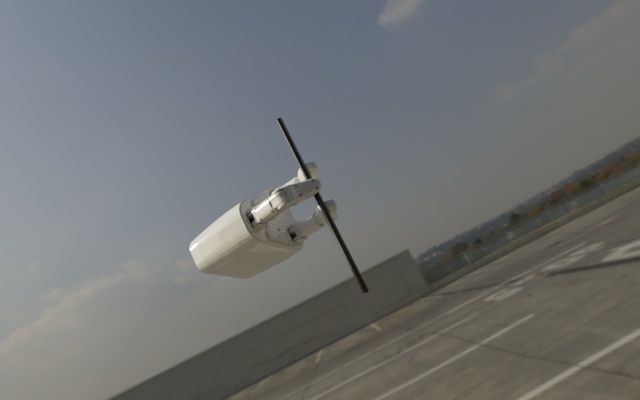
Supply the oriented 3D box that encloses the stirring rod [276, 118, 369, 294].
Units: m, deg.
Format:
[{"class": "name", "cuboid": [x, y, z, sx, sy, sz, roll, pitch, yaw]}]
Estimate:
[{"class": "stirring rod", "cuboid": [0.000, 0.002, 0.579, 0.011, 0.239, 0.011, -25, -13, -6]}]
